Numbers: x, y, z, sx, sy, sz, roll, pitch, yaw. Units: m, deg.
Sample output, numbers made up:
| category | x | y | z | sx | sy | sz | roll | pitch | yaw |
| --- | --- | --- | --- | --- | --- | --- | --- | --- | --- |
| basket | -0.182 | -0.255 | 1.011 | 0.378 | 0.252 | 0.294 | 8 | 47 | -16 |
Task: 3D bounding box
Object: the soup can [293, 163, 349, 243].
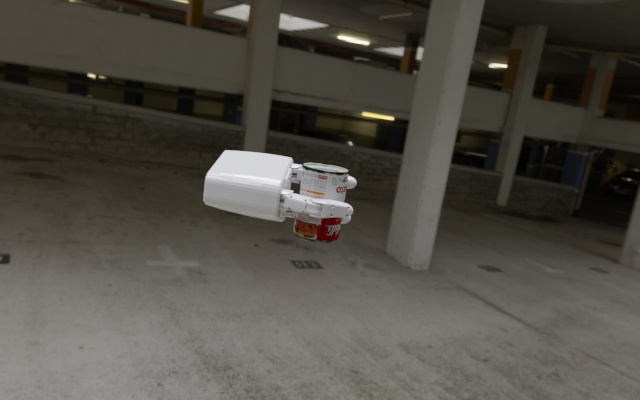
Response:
| category | x | y | z | sx | sy | sz | roll | pitch | yaw |
| --- | --- | --- | --- | --- | --- | --- | --- | --- | --- |
| soup can | 0.001 | 0.002 | 0.683 | 0.068 | 0.102 | 0.068 | 8 | 12 | -2 |
